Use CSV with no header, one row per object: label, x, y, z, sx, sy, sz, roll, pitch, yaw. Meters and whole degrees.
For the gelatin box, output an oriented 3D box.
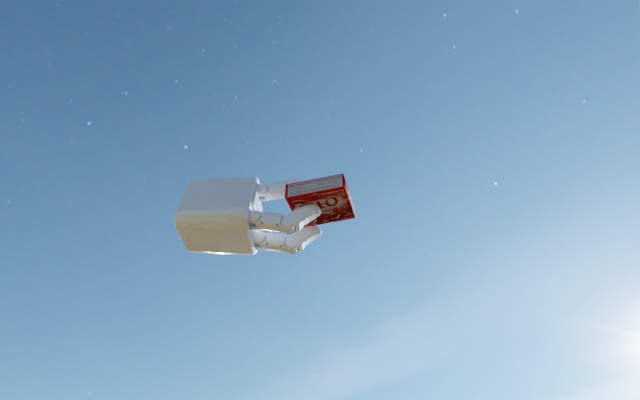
gelatin box,0.000,0.002,0.698,0.089,0.030,0.073,-11,-42,10
